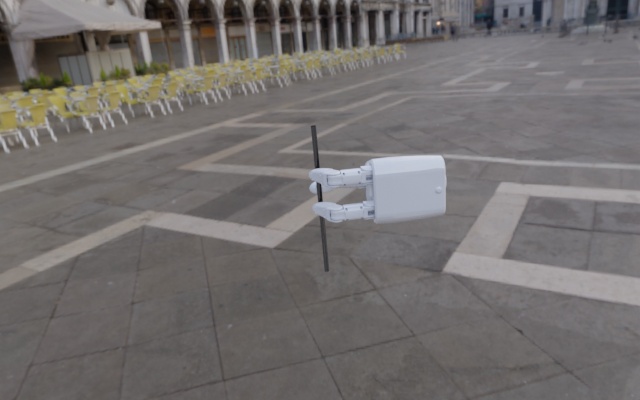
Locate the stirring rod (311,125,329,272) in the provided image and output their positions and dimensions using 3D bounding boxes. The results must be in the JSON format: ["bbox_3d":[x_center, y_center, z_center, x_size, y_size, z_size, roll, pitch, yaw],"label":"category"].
[{"bbox_3d":[0.000,0.003,0.749,0.011,0.240,0.011,-5,19,2],"label":"stirring rod"}]
